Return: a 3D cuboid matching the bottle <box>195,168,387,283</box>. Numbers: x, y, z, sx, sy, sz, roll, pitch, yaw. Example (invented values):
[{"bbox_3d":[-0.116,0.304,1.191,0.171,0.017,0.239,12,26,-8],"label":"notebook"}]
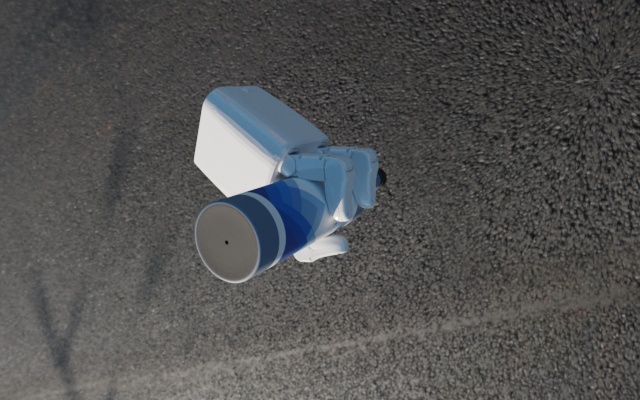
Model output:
[{"bbox_3d":[0.000,0.002,0.492,0.069,0.069,0.295,0,12,31],"label":"bottle"}]
